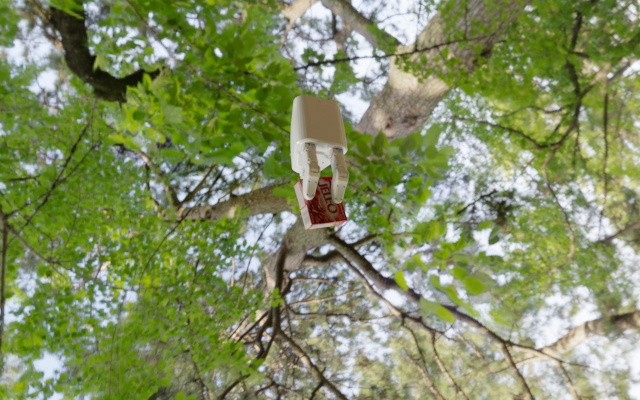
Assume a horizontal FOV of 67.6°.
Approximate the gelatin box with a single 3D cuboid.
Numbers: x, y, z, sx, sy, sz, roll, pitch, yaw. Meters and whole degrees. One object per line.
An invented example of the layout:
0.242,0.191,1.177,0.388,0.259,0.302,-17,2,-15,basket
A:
0.000,0.003,0.841,0.073,0.089,0.030,-6,-20,-29,gelatin box
